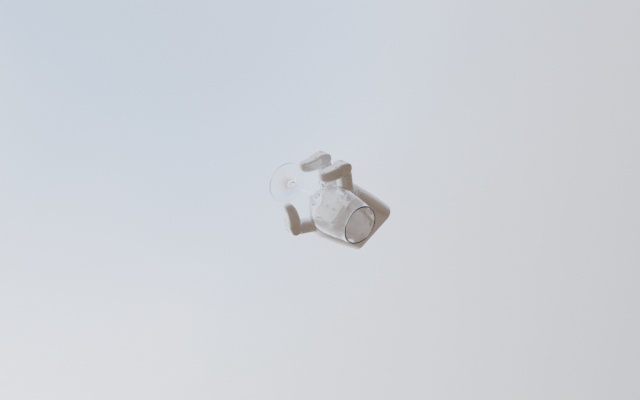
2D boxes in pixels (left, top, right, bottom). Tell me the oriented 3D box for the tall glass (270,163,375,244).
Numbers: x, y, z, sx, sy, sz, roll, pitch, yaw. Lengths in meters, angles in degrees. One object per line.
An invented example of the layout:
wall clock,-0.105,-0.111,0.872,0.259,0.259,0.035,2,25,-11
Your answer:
tall glass,0.000,0.002,0.786,0.079,0.079,0.201,0,20,-40
